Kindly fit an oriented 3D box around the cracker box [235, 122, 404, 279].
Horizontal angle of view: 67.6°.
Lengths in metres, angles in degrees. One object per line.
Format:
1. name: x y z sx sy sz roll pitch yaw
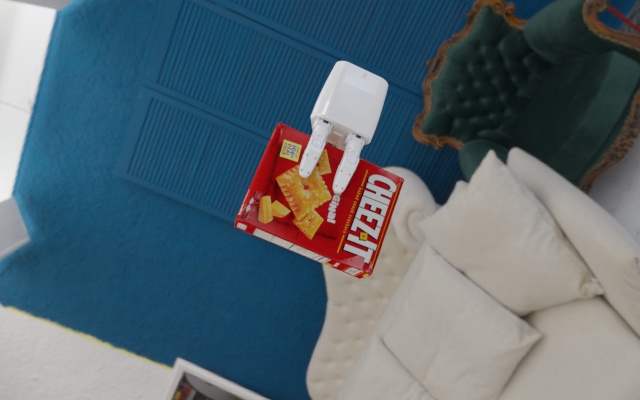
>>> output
1. cracker box: 0.000 0.002 0.725 0.214 0.164 0.072 23 -16 -7
